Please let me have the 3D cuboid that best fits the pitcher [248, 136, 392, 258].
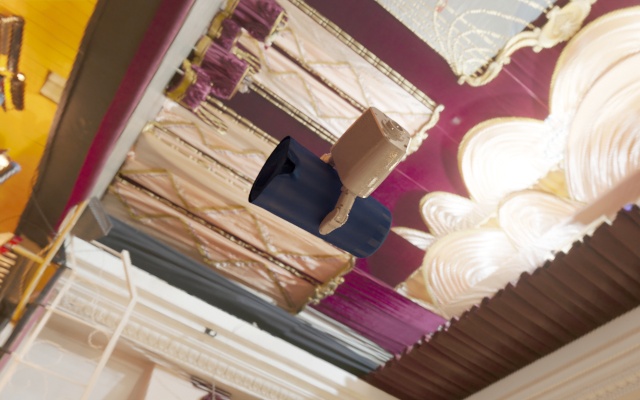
[{"bbox_3d":[0.000,0.003,0.856,0.243,0.145,0.149,32,29,-18],"label":"pitcher"}]
